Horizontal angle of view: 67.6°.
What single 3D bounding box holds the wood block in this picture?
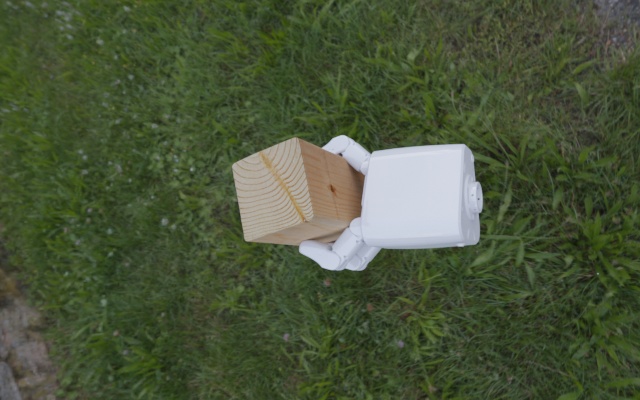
[{"bbox_3d":[0.000,0.001,0.578,0.090,0.090,0.206,-19,-17,26],"label":"wood block"}]
